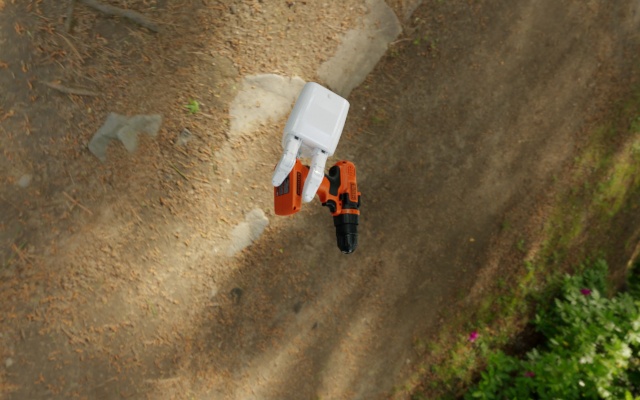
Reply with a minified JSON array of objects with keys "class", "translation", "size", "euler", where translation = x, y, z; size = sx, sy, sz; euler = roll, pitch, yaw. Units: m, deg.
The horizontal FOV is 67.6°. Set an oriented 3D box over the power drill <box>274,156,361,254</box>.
[{"class":"power drill","translation":[0.000,0.003,0.890],"size":[0.057,0.184,0.188],"euler":[-17,-21,42]}]
